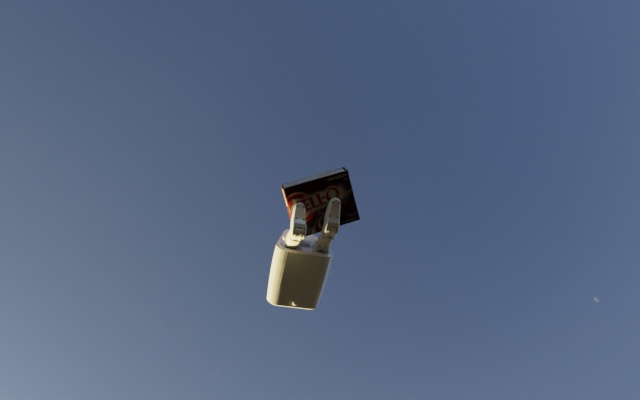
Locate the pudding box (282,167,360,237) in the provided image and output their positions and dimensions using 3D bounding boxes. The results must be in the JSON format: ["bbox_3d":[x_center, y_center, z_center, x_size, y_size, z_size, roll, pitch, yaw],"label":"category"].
[{"bbox_3d":[0.000,0.003,0.797,0.113,0.090,0.039,-17,19,-6],"label":"pudding box"}]
